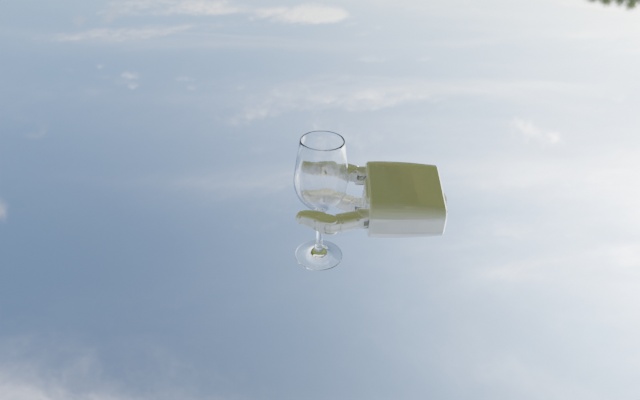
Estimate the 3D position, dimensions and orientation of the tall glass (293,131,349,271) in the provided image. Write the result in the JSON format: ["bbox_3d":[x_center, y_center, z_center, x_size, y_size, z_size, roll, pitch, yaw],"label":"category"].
[{"bbox_3d":[0.000,0.003,0.695,0.079,0.201,0.079,1,33,-1],"label":"tall glass"}]
